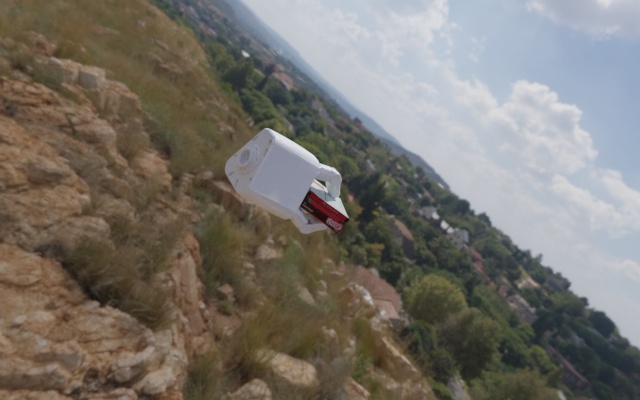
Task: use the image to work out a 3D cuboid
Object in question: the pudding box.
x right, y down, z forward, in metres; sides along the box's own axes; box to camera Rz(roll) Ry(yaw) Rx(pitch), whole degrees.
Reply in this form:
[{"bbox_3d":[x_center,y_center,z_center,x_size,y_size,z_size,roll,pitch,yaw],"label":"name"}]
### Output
[{"bbox_3d":[0.000,0.003,0.850,0.090,0.039,0.113,37,13,-17],"label":"pudding box"}]
